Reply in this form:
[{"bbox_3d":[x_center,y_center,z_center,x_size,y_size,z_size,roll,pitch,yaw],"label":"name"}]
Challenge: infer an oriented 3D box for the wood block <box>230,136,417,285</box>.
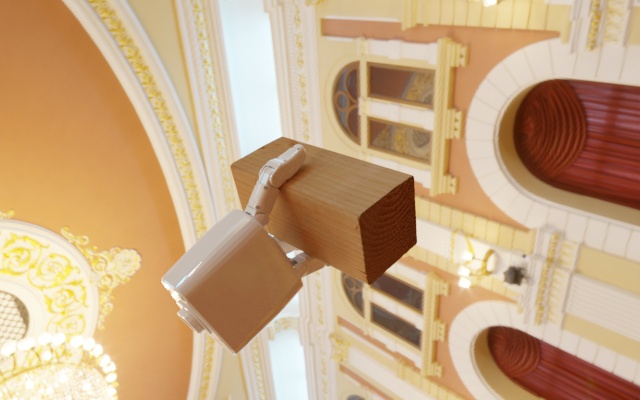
[{"bbox_3d":[0.000,0.002,0.551,0.206,0.091,0.090,22,44,40],"label":"wood block"}]
